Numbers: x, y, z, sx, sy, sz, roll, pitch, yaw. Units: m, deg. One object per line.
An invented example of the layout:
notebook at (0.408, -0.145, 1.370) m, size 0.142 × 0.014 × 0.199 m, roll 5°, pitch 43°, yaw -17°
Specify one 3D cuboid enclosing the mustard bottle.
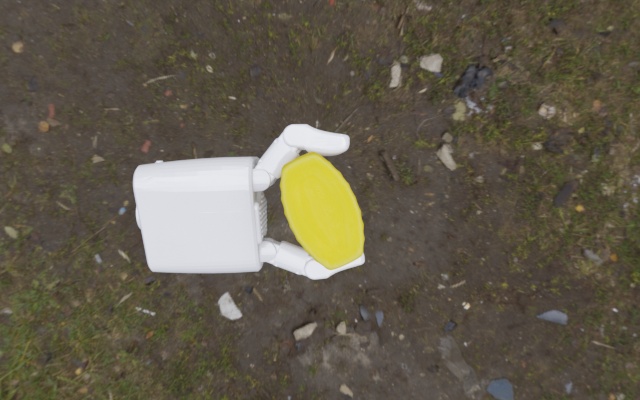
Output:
mustard bottle at (0.000, 0.001, 0.470) m, size 0.058 × 0.096 × 0.191 m, roll -27°, pitch 5°, yaw 1°
